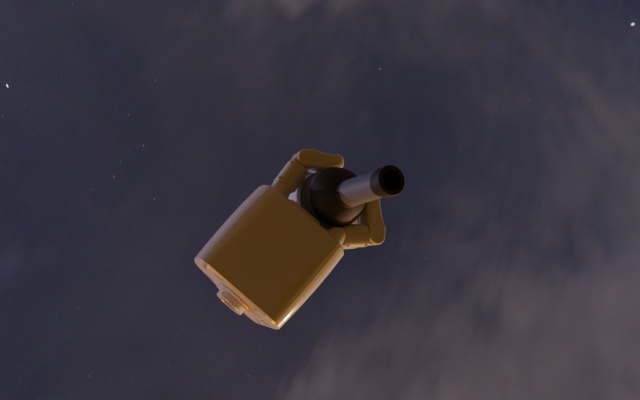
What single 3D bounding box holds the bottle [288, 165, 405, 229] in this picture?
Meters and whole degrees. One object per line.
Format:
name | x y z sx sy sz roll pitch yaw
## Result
bottle | 0.000 0.002 0.546 0.069 0.069 0.296 0 -8 -25
